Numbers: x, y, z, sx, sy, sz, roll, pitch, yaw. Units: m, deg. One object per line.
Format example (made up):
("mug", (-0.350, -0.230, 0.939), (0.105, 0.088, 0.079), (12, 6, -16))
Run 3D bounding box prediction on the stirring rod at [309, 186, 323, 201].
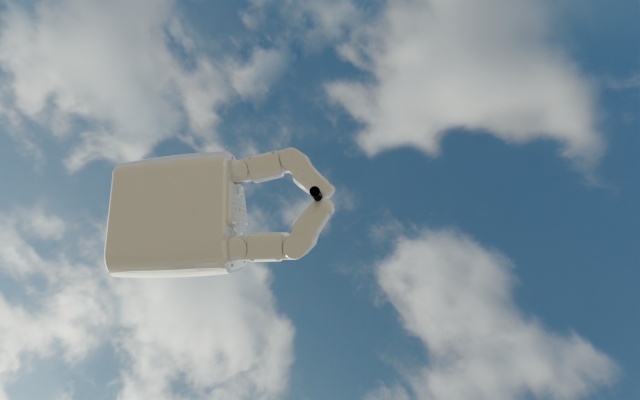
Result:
("stirring rod", (0.000, 0.002, 0.476), (0.011, 0.011, 0.239), (0, -4, 2))
